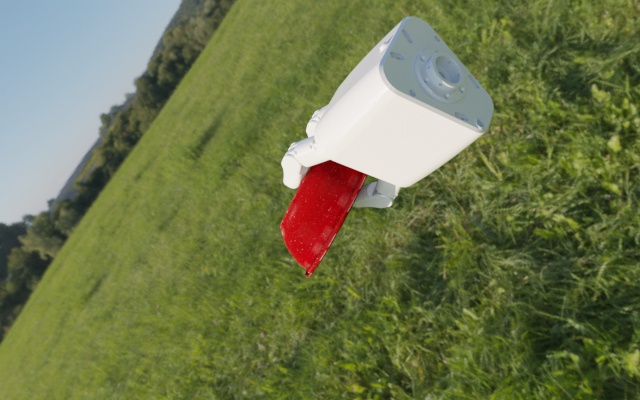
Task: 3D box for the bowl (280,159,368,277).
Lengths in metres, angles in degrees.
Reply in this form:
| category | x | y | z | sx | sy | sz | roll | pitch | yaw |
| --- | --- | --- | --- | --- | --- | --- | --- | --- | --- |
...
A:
| category | x | y | z | sx | sy | sz | roll | pitch | yaw |
| --- | --- | --- | --- | --- | --- | --- | --- | --- | --- |
| bowl | -0.001 | 0.002 | 0.534 | 0.055 | 0.162 | 0.162 | 28 | -1 | -1 |
